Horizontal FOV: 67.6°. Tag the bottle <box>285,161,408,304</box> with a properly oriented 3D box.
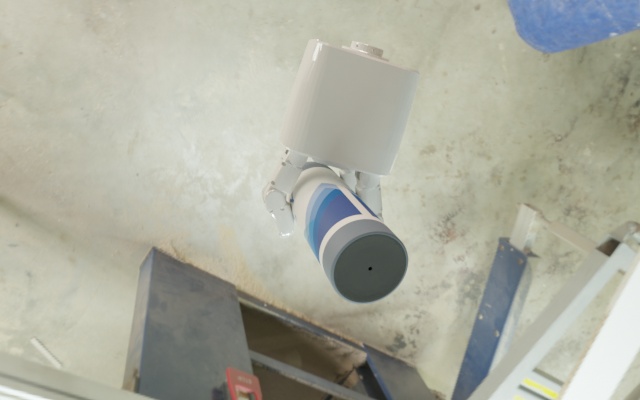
[{"bbox_3d":[0.000,0.002,0.510,0.069,0.069,0.295,0,21,-17],"label":"bottle"}]
